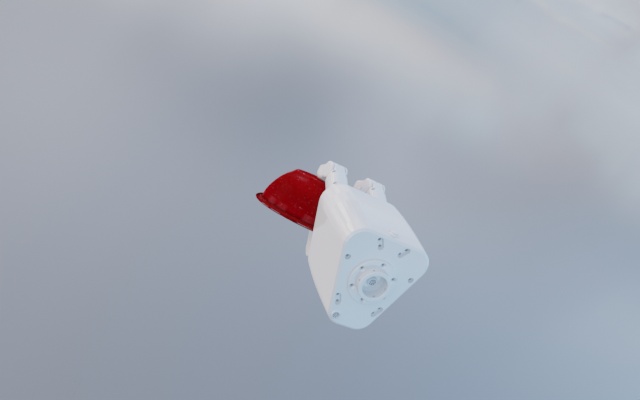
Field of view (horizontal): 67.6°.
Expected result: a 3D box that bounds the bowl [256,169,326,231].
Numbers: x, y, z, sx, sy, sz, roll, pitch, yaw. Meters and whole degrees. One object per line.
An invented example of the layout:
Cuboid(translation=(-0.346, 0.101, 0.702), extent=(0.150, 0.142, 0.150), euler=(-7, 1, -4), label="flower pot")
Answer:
Cuboid(translation=(0.000, 0.001, 0.625), extent=(0.162, 0.055, 0.162), euler=(24, 5, -2), label="bowl")
